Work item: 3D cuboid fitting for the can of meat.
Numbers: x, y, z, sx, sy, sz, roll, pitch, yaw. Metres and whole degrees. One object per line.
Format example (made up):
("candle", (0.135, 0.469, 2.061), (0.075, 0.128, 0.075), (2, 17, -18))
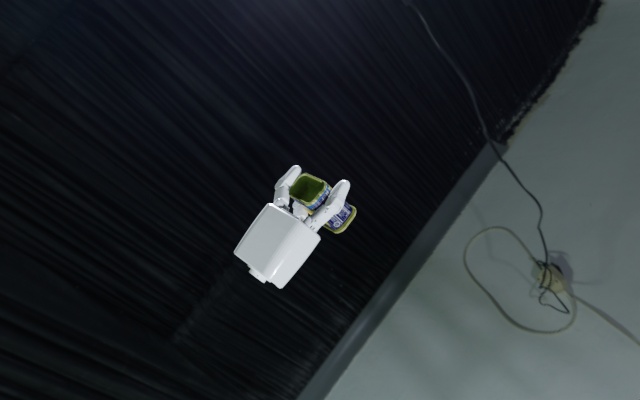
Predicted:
("can of meat", (0.000, 0.003, 0.838), (0.084, 0.057, 0.102), (43, -9, -31))
